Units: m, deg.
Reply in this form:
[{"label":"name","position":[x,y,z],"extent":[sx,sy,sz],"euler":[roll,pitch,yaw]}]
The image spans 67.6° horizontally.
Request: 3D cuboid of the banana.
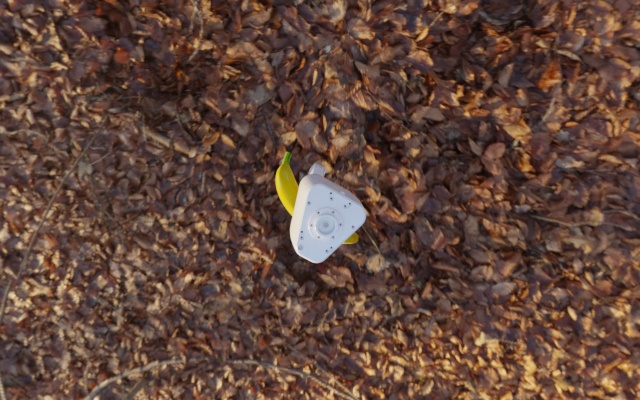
[{"label":"banana","position":[-0.016,0.012,0.812],"extent":[0.069,0.198,0.037],"euler":[-40,7,-11]}]
